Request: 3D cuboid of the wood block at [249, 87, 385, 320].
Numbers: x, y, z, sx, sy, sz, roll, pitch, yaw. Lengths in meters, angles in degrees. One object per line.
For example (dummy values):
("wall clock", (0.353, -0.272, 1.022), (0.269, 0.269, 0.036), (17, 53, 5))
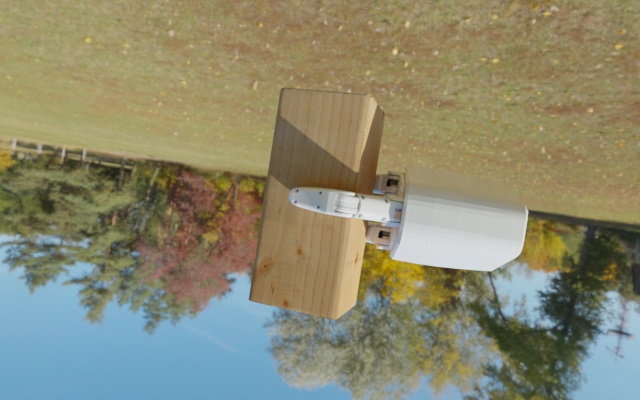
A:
("wood block", (0.000, 0.002, 0.482), (0.090, 0.206, 0.091), (9, 0, 17))
